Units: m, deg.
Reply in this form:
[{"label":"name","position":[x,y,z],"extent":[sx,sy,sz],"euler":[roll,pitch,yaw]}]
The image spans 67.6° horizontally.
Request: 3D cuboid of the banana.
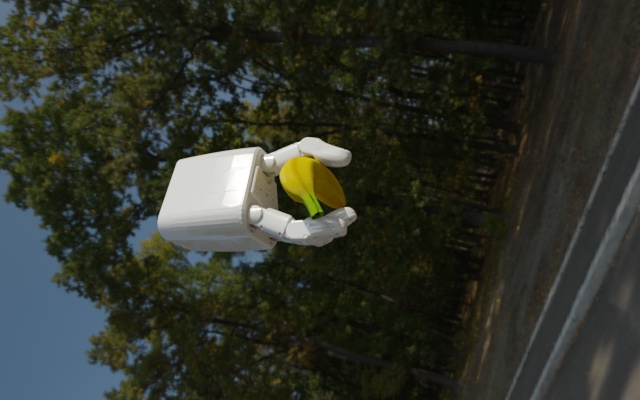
[{"label":"banana","position":[-0.008,-0.015,0.524],"extent":[0.037,0.069,0.198],"euler":[-24,-1,11]}]
